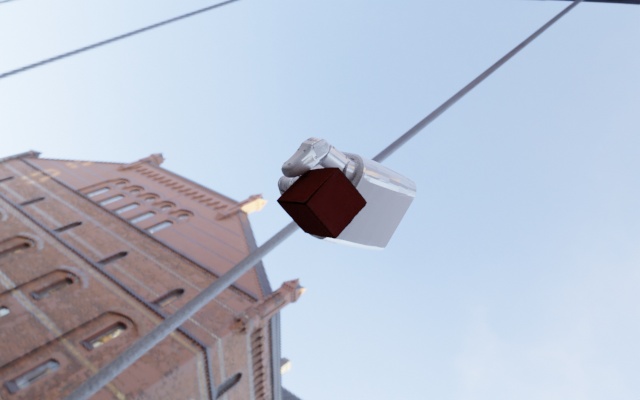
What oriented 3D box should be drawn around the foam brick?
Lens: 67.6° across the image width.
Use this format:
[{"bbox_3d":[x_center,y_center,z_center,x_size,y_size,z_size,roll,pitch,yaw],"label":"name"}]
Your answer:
[{"bbox_3d":[0.000,0.002,0.500,0.053,0.051,0.078,-46,19,-17],"label":"foam brick"}]
